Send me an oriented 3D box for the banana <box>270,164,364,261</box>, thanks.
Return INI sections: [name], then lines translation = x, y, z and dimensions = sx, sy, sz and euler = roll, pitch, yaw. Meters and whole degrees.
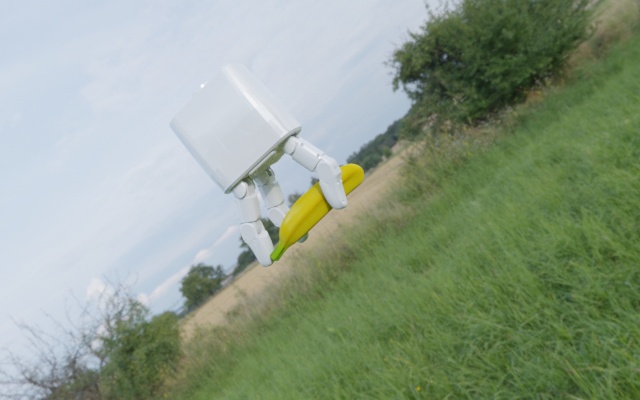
[banana]
translation = 0.006, -0.005, 0.594
dimensions = 0.197, 0.037, 0.070
euler = -41, -4, -39
